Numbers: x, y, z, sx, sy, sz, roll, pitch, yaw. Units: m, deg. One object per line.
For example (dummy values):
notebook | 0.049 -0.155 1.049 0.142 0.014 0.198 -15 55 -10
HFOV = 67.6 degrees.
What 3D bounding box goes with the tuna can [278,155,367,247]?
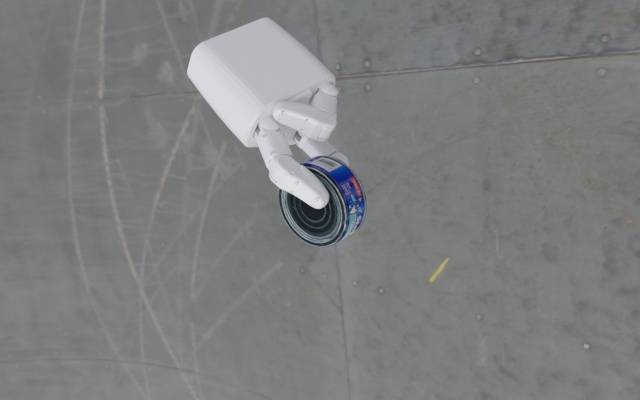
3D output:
tuna can | 0.000 0.002 0.466 0.086 0.086 0.033 0 19 39
